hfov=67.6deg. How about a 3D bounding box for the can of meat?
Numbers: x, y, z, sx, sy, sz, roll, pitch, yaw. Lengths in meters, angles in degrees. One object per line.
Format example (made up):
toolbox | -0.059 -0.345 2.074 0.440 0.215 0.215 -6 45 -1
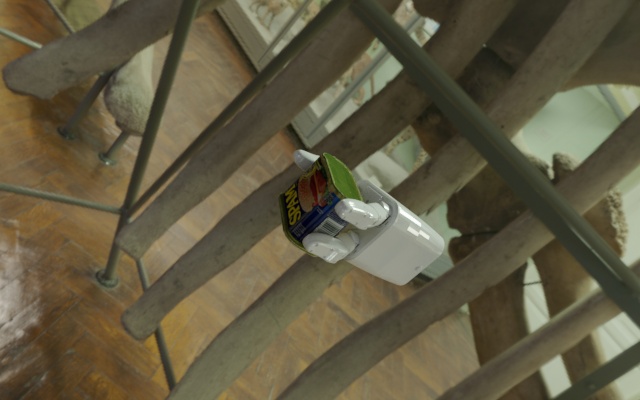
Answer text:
can of meat | 0.000 0.002 0.571 0.057 0.084 0.102 34 23 -29
